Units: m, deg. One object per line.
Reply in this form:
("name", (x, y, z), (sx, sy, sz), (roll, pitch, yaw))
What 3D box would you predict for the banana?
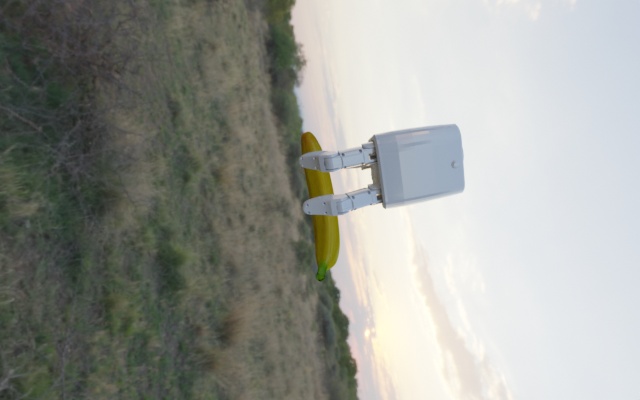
("banana", (0.002, 0.007, 0.653), (0.037, 0.198, 0.069), (-8, -4, 5))
